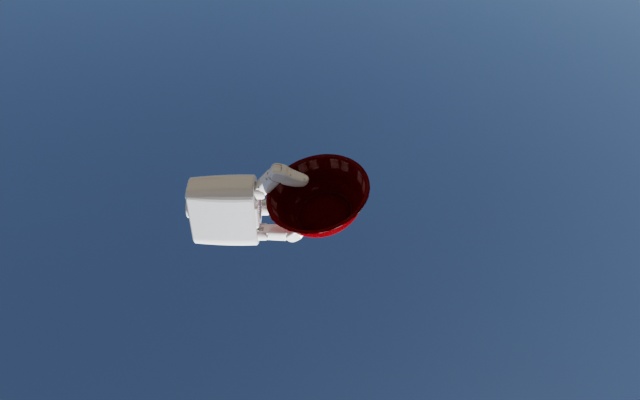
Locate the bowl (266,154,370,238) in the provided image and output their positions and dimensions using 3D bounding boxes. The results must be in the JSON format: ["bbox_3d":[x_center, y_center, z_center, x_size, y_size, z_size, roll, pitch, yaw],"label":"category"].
[{"bbox_3d":[0.001,0.003,0.741,0.162,0.162,0.055,0,-41,16],"label":"bowl"}]
